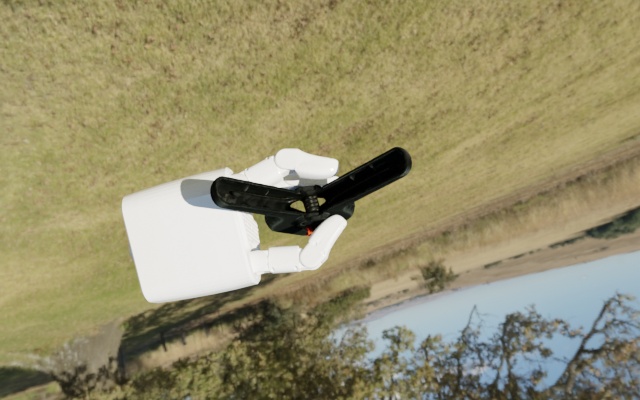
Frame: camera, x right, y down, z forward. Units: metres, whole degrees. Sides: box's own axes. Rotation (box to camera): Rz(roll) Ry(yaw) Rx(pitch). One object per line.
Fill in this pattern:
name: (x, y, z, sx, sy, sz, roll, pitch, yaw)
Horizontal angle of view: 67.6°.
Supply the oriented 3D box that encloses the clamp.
clamp: (0.000, 0.002, 0.468, 0.164, 0.036, 0.210, -11, -15, 2)
